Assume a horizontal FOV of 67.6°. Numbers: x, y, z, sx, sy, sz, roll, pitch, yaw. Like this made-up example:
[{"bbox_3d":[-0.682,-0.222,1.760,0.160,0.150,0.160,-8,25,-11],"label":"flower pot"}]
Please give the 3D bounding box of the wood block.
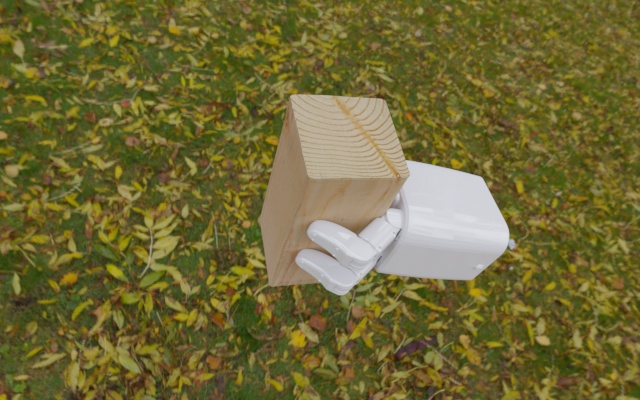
[{"bbox_3d":[0.000,0.001,0.478,0.090,0.090,0.206,-1,-33,-17],"label":"wood block"}]
